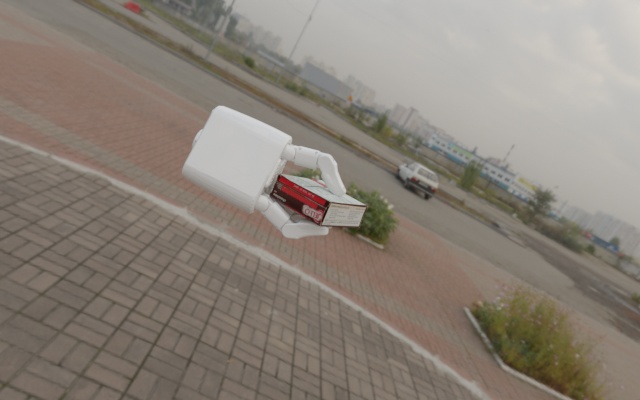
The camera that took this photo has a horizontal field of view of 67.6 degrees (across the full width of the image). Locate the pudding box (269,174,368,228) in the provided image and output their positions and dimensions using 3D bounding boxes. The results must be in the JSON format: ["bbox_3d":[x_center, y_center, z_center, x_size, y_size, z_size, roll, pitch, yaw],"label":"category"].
[{"bbox_3d":[0.000,0.002,0.647,0.090,0.039,0.113,30,14,29],"label":"pudding box"}]
